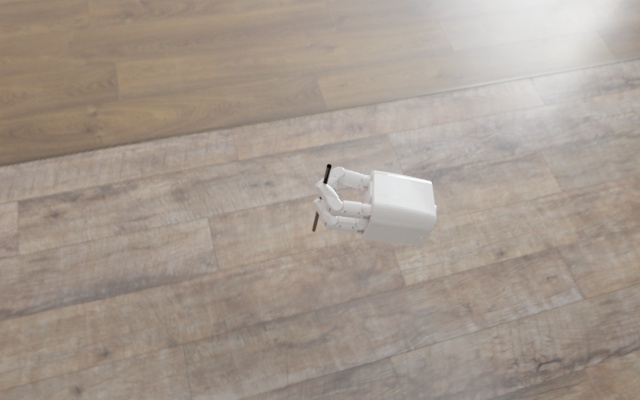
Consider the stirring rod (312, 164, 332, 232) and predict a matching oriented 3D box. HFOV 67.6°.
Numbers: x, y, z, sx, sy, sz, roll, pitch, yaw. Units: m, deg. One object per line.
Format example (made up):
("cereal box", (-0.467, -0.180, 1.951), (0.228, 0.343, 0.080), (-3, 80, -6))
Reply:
("stirring rod", (0.000, 0.003, 0.842), (0.011, 0.011, 0.240), (0, -28, -7))
